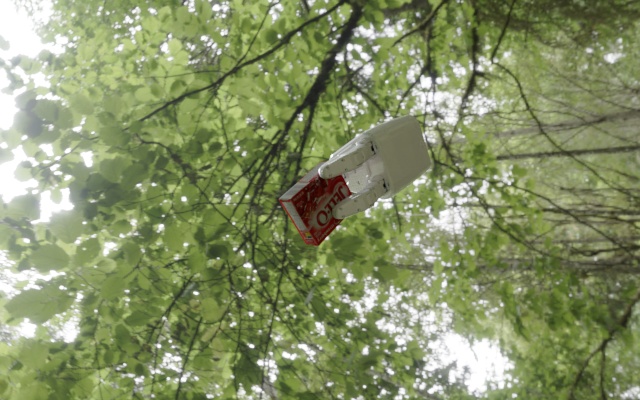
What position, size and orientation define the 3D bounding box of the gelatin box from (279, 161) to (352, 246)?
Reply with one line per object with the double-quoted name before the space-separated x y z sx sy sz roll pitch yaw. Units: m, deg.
"gelatin box" 0.000 0.002 0.610 0.030 0.073 0.089 0 36 50
